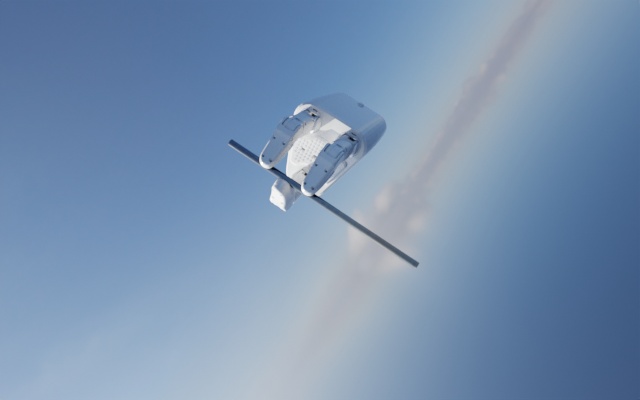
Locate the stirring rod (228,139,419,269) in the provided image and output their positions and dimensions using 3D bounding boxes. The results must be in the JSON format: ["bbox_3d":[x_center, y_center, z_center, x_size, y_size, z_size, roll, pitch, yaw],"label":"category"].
[{"bbox_3d":[0.000,0.002,0.507,0.239,0.011,0.011,33,6,9],"label":"stirring rod"}]
